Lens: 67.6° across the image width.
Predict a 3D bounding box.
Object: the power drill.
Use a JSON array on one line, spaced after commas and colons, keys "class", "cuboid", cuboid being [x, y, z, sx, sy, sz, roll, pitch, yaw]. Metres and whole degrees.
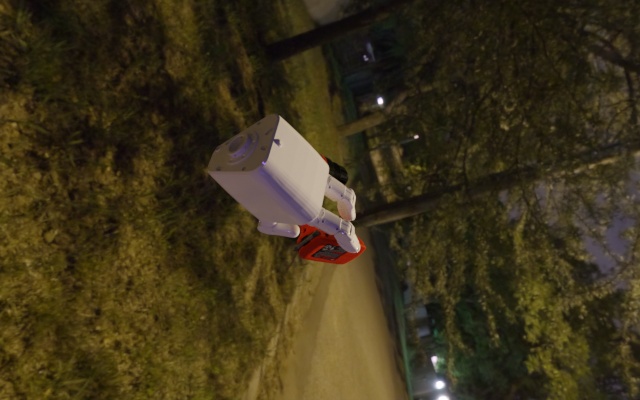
[{"class": "power drill", "cuboid": [0.000, 0.003, 0.720, 0.184, 0.187, 0.057, 14, -46, -45]}]
